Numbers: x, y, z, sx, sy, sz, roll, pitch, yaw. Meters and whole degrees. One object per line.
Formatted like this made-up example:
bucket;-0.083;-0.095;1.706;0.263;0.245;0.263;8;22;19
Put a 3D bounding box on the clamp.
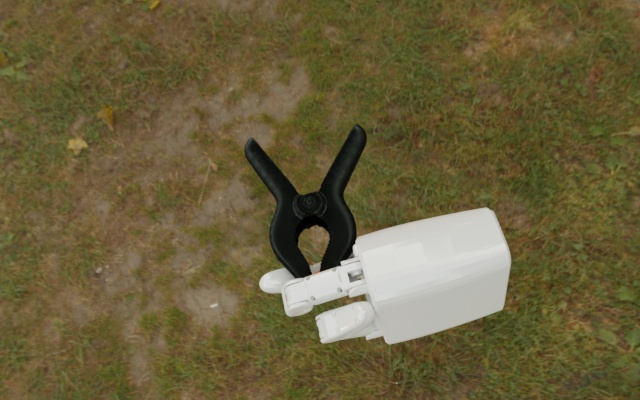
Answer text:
clamp;0.000;0.001;0.443;0.120;0.171;0.039;-17;-22;5
